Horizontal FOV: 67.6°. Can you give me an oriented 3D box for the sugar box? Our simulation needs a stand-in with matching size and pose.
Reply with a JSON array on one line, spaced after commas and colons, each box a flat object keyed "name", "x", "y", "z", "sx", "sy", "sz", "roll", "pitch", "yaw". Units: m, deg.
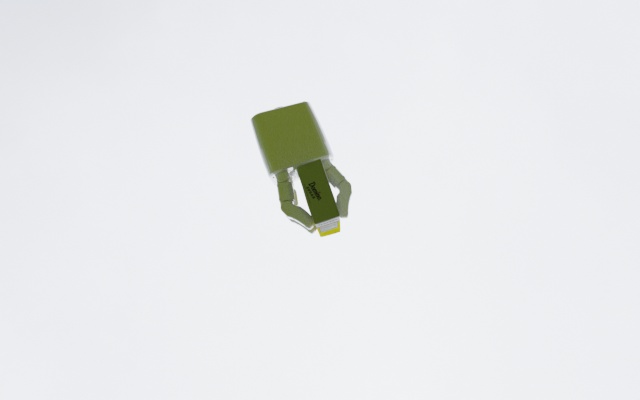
[{"name": "sugar box", "x": 0.000, "y": 0.003, "z": 0.772, "sx": 0.048, "sy": 0.093, "sz": 0.176, "roll": -19, "pitch": -12, "yaw": 2}]
